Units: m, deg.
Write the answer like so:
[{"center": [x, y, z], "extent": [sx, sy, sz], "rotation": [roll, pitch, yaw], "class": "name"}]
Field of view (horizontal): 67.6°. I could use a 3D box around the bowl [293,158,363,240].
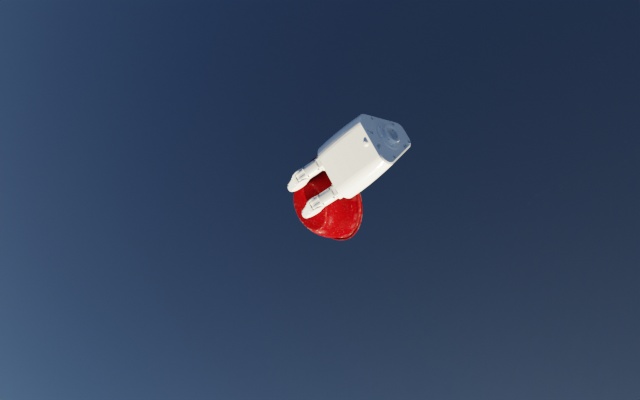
[{"center": [-0.001, 0.004, 0.866], "extent": [0.055, 0.162, 0.162], "rotation": [-20, 12, -37], "class": "bowl"}]
